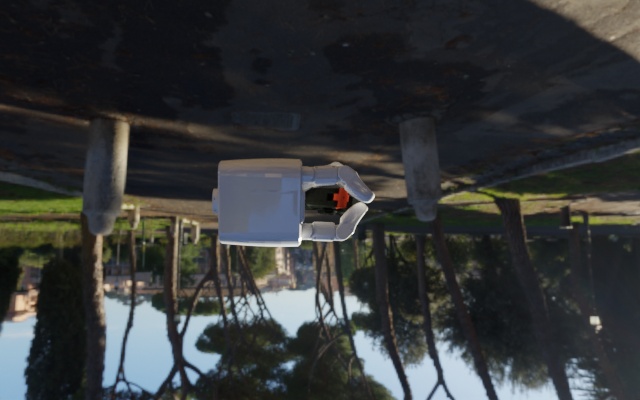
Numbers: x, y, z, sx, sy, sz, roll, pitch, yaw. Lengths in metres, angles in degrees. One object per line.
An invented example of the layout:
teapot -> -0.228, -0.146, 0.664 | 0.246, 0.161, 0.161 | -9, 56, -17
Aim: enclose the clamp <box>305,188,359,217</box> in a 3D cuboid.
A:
clamp -> 0.000, 0.003, 0.711 | 0.120, 0.039, 0.171 | 1, -9, -5
